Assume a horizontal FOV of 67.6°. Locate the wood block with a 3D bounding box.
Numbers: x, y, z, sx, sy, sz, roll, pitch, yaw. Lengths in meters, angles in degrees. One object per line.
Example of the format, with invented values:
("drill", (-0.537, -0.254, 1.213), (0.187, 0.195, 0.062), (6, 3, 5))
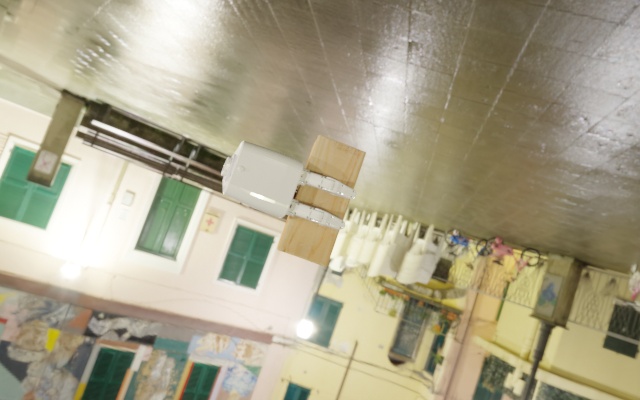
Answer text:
("wood block", (0.000, 0.003, 0.841), (0.090, 0.206, 0.091), (20, -6, -5))
